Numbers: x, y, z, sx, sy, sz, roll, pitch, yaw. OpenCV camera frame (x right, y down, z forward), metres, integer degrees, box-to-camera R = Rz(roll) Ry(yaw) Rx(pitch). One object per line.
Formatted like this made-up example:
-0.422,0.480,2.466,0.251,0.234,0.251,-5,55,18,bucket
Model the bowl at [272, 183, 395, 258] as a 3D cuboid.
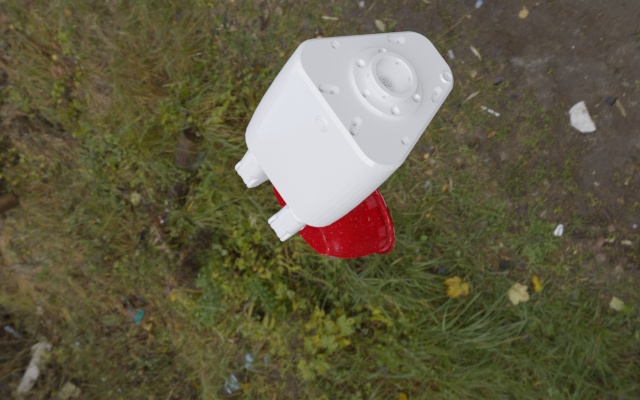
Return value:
0.000,0.002,0.477,0.055,0.162,0.162,-35,11,-17,bowl
